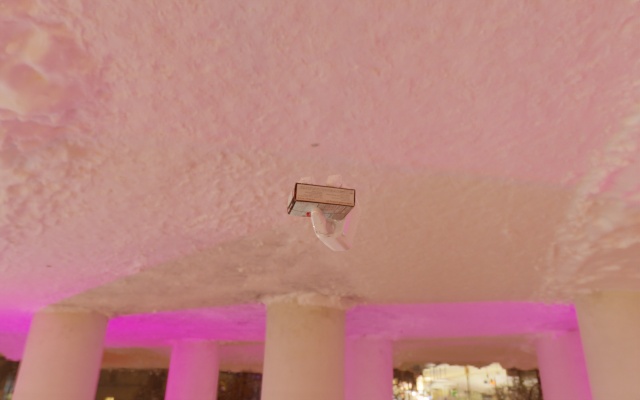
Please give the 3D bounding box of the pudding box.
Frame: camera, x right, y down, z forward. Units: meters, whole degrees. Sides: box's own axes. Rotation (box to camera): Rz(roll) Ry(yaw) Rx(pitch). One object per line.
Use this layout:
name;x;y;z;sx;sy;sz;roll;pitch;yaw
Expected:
pudding box;0.000;0.003;0.885;0.113;0.039;0.090;4;-20;-11
